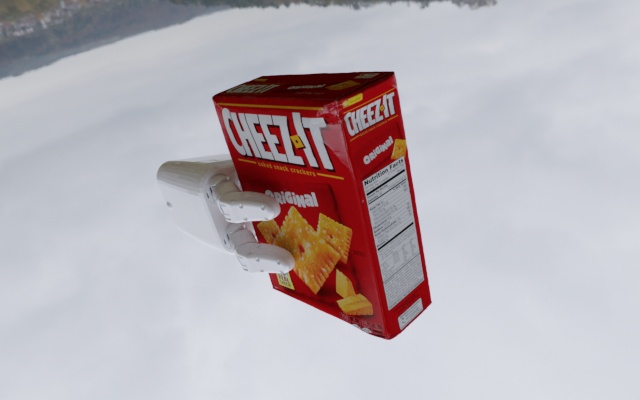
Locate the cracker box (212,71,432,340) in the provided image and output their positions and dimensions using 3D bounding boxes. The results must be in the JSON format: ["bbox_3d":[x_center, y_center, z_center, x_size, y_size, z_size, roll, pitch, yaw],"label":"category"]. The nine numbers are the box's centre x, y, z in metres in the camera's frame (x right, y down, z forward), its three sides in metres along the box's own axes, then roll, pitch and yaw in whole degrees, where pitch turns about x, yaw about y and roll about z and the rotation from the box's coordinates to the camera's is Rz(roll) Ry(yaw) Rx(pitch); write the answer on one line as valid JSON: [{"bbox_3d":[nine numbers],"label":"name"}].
[{"bbox_3d":[0.000,0.001,0.426,0.072,0.214,0.164,-33,31,-34],"label":"cracker box"}]
